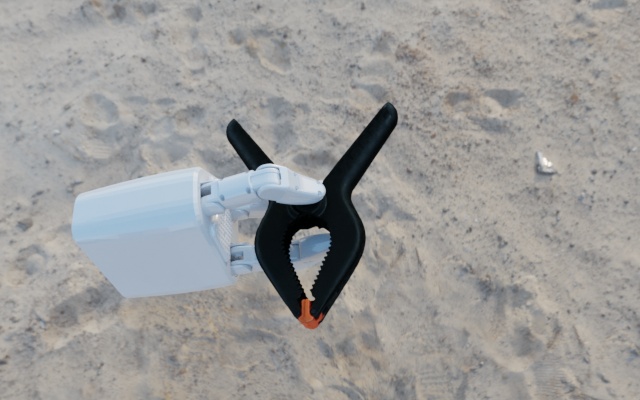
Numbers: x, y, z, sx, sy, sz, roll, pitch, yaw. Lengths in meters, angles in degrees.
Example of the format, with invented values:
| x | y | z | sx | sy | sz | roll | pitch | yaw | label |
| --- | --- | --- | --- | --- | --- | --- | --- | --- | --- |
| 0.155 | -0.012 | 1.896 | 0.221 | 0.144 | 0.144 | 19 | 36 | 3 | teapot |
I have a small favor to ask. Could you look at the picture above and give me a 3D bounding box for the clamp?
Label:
| x | y | z | sx | sy | sz | roll | pitch | yaw | label |
| --- | --- | --- | --- | --- | --- | --- | --- | --- | --- |
| 0.000 | 0.002 | 0.415 | 0.164 | 0.210 | 0.036 | -11 | -27 | 7 | clamp |
